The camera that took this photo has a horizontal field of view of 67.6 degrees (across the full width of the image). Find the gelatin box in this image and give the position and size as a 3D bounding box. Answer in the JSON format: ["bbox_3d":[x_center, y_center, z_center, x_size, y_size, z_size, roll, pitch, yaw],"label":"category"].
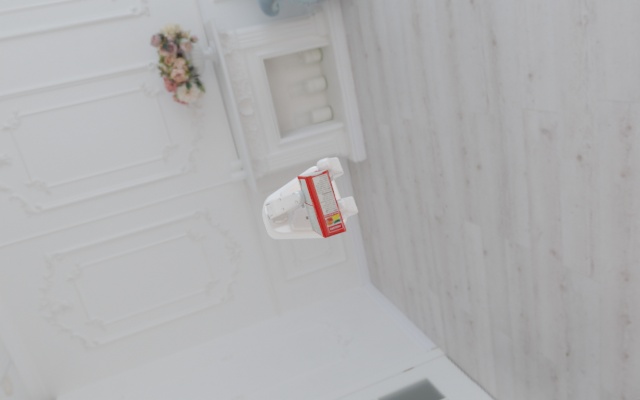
[{"bbox_3d":[0.000,0.002,0.571,0.030,0.073,0.089,-18,5,-8],"label":"gelatin box"}]
